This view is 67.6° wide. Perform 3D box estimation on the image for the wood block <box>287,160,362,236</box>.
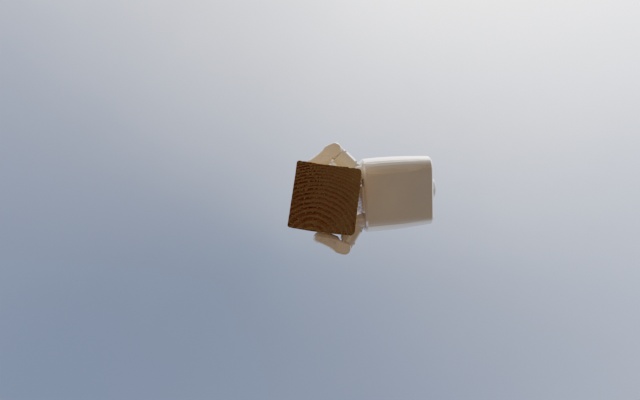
[{"bbox_3d":[0.000,0.003,0.720,0.090,0.091,0.206,8,-4,-3],"label":"wood block"}]
